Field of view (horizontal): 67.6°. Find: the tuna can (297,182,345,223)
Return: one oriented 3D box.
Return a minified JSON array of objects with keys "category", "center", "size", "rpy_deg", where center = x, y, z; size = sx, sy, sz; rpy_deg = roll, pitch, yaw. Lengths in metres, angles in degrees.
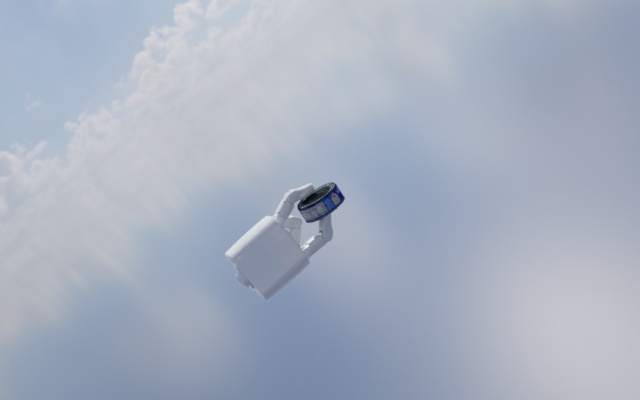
[{"category":"tuna can","center":[0.000,0.002,0.877],"size":[0.086,0.034,0.086],"rpy_deg":[-31,15,9]}]
